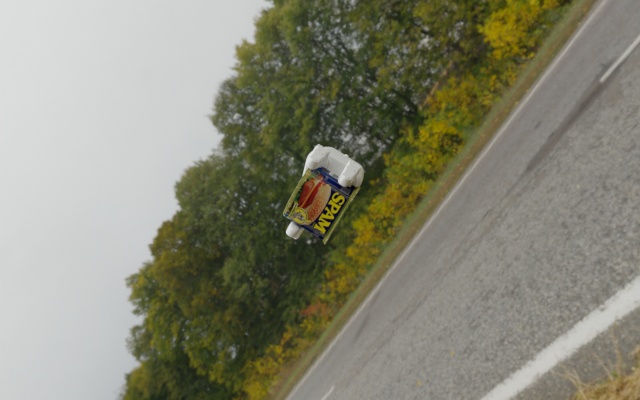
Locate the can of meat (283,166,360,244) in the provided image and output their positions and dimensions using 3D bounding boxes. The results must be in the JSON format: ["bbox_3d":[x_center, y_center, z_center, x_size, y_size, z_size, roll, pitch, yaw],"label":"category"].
[{"bbox_3d":[0.000,0.002,0.749,0.084,0.102,0.057,32,18,3],"label":"can of meat"}]
